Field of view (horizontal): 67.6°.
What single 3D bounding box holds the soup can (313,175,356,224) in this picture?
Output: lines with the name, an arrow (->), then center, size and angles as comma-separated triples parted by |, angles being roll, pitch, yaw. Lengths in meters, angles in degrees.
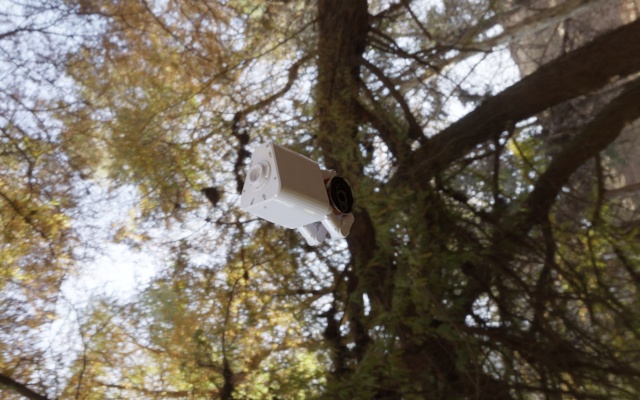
soup can -> 0.000, 0.003, 0.819 | 0.102, 0.068, 0.068 | -19, -12, 38
